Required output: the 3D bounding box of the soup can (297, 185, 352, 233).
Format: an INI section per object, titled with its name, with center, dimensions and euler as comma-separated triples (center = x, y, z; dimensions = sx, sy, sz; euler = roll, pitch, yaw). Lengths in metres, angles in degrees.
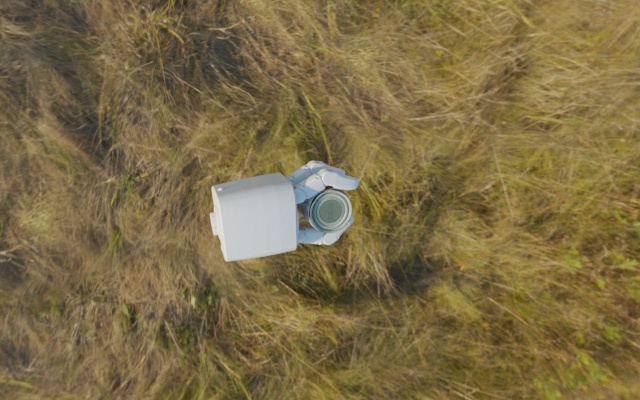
[soup can]
center = 0.001, 0.003, 0.728
dimensions = 0.068, 0.068, 0.102
euler = 0, 16, -19
